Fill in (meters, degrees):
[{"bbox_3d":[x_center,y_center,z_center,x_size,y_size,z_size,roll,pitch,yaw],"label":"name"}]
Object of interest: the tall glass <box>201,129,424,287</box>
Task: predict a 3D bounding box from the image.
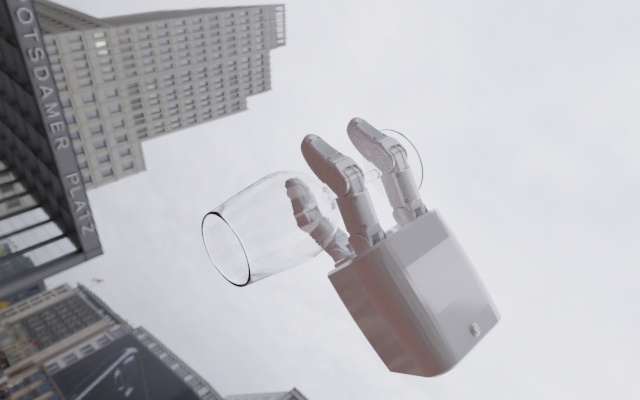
[{"bbox_3d":[0.000,0.001,0.413,0.201,0.079,0.079,-26,16,-37],"label":"tall glass"}]
